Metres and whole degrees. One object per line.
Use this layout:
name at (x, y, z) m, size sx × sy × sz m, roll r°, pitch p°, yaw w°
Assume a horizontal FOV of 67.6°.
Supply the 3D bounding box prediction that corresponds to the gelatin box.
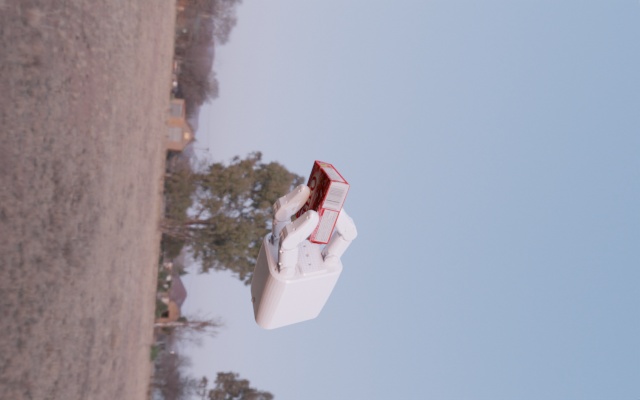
gelatin box at (0.001, 0.002, 0.624) m, size 0.030 × 0.089 × 0.073 m, roll 12°, pitch 21°, yaw -23°
